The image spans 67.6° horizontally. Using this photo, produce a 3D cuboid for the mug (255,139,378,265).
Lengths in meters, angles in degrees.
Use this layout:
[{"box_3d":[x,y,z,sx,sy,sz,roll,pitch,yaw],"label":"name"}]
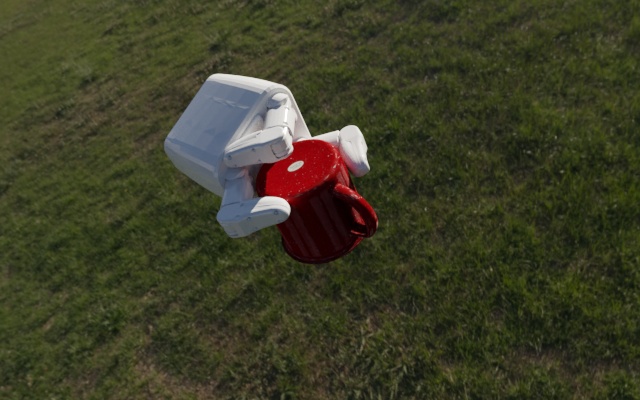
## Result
[{"box_3d":[0.001,0.002,0.433,0.117,0.093,0.082,21,-30,40],"label":"mug"}]
